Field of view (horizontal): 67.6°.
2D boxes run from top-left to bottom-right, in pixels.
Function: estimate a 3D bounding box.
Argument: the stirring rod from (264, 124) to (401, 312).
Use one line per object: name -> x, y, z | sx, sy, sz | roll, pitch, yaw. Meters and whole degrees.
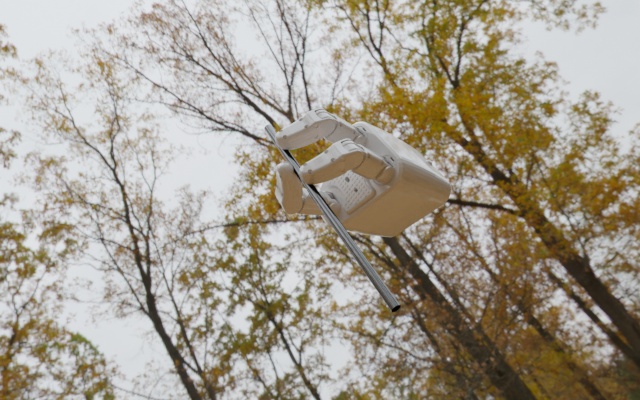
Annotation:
stirring rod -> 0.000, 0.001, 0.419 | 0.011, 0.011, 0.239 | 0, 40, -36
